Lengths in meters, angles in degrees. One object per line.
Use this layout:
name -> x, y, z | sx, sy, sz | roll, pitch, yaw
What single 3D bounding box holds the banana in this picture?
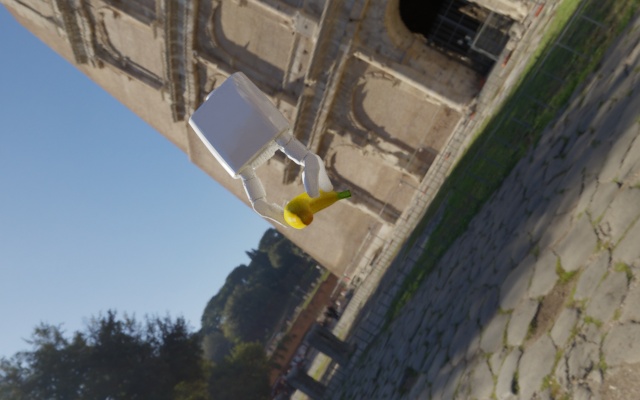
banana -> -0.015, 0.007, 0.682 | 0.069, 0.037, 0.197 | -20, 5, 22
